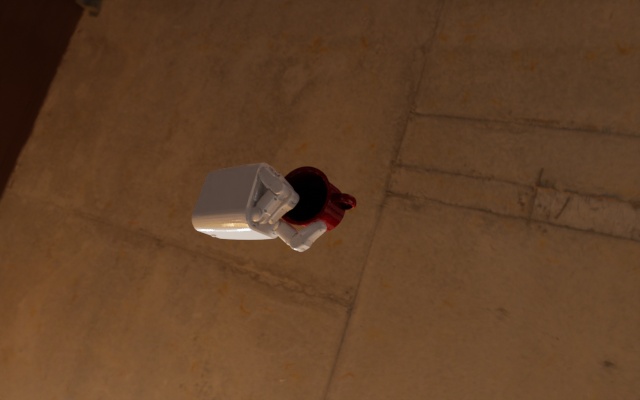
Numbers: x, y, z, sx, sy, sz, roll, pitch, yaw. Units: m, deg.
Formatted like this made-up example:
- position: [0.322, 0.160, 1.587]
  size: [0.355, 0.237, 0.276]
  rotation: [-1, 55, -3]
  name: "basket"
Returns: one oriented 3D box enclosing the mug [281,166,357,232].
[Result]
- position: [0.002, 0.002, 0.746]
  size: [0.117, 0.093, 0.081]
  rotation: [-4, -18, 25]
  name: "mug"
